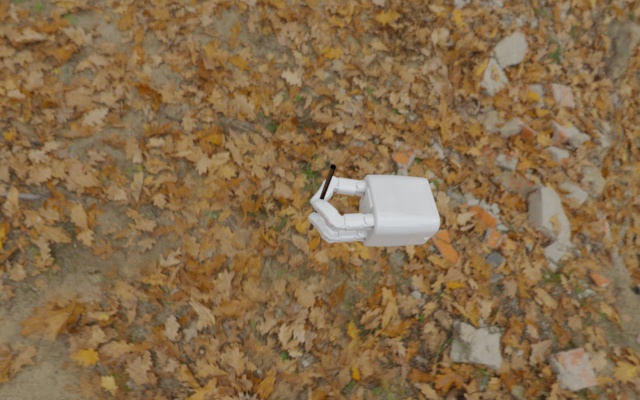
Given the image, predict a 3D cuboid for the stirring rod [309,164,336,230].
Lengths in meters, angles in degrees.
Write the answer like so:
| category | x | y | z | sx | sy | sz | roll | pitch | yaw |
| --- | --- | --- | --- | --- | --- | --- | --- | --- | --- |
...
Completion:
| category | x | y | z | sx | sy | sz | roll | pitch | yaw |
| --- | --- | --- | --- | --- | --- | --- | --- | --- | --- |
| stirring rod | 0.000 | 0.002 | 0.755 | 0.011 | 0.011 | 0.240 | 0 | -23 | -9 |
